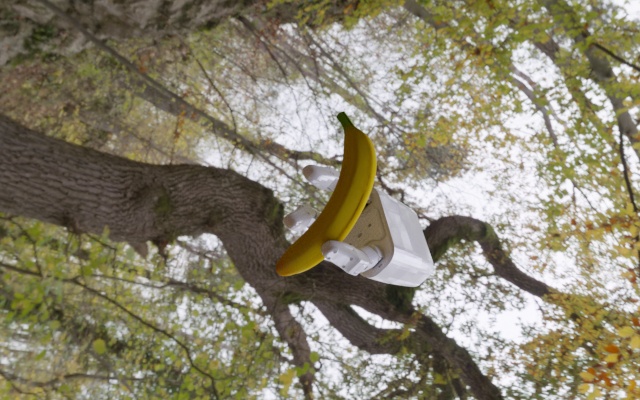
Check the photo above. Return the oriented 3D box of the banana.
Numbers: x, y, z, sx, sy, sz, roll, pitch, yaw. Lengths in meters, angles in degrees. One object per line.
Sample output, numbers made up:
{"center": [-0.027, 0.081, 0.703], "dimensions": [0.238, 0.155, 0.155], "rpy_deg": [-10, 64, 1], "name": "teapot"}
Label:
{"center": [0.014, 0.005, 0.525], "dimensions": [0.069, 0.198, 0.037], "rpy_deg": [27, 5, 40], "name": "banana"}
